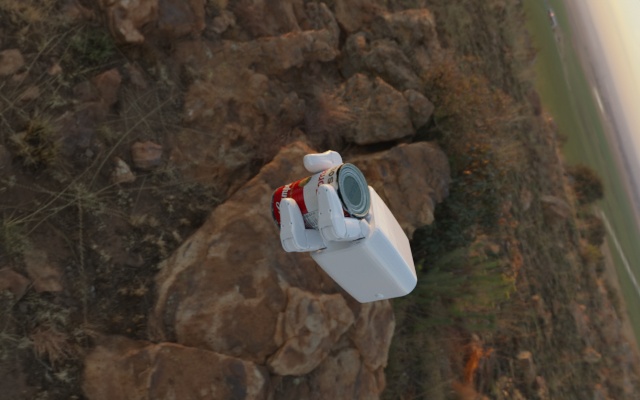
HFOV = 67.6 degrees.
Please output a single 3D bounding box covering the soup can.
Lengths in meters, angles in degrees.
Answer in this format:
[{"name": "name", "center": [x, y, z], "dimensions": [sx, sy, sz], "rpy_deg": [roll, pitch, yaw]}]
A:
[{"name": "soup can", "center": [0.000, 0.001, 0.571], "dimensions": [0.102, 0.068, 0.068], "rpy_deg": [-19, -11, 34]}]
